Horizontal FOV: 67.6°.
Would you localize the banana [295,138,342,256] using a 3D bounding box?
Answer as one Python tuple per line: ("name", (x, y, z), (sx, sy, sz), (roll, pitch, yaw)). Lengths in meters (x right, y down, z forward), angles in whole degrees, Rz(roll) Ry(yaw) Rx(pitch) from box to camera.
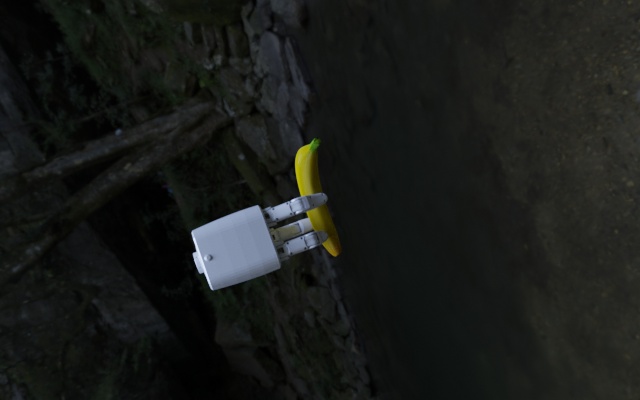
("banana", (-0.007, -0.005, 0.766), (0.037, 0.198, 0.069), (-19, 21, -17))
